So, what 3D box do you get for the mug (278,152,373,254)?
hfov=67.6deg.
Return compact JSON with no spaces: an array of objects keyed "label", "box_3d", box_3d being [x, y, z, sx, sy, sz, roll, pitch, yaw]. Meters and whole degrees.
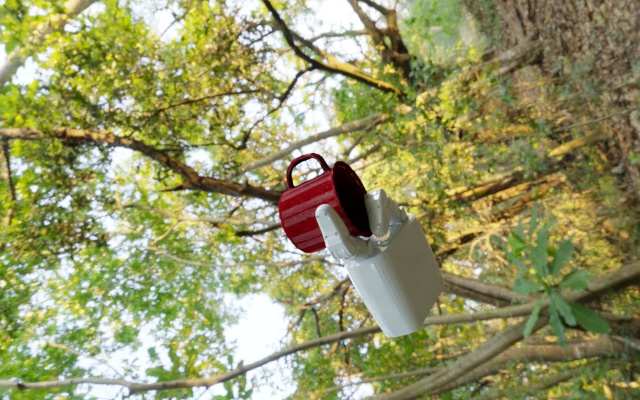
[{"label":"mug","box_3d":[-0.001,0.001,0.552,0.081,0.117,0.093,-24,10,25]}]
